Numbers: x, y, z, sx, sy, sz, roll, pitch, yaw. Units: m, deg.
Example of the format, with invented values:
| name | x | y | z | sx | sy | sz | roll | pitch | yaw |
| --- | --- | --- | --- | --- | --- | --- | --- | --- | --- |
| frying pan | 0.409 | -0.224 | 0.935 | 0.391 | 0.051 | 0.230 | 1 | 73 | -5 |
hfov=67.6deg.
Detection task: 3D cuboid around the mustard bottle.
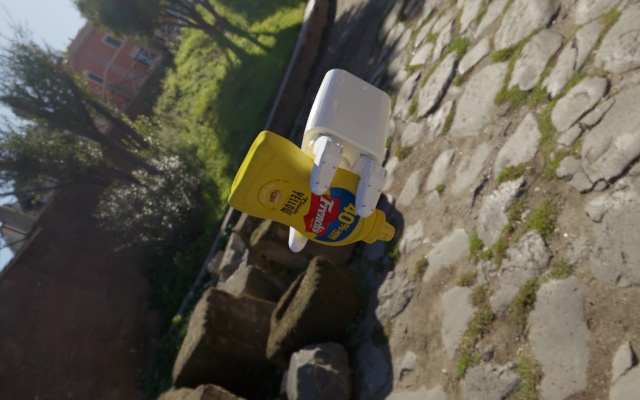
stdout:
| name | x | y | z | sx | sy | sz | roll | pitch | yaw |
| --- | --- | --- | --- | --- | --- | --- | --- | --- | --- |
| mustard bottle | 0.000 | 0.002 | 0.542 | 0.191 | 0.096 | 0.058 | 24 | 32 | -16 |
